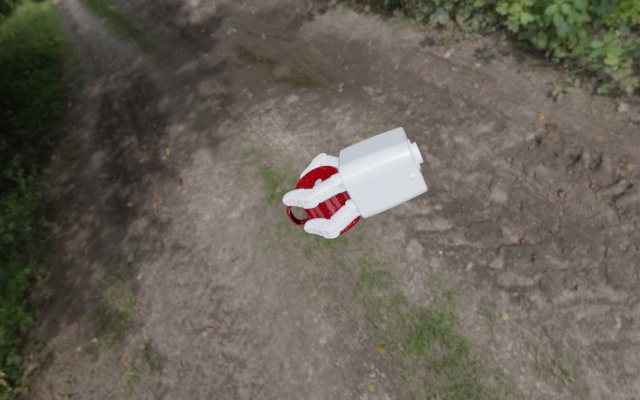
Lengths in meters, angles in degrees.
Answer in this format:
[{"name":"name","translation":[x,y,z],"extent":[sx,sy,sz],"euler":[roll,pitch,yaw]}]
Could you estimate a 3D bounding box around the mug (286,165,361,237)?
[{"name":"mug","translation":[-0.001,0.003,0.769],"extent":[0.117,0.081,0.093],"euler":[-22,38,13]}]
